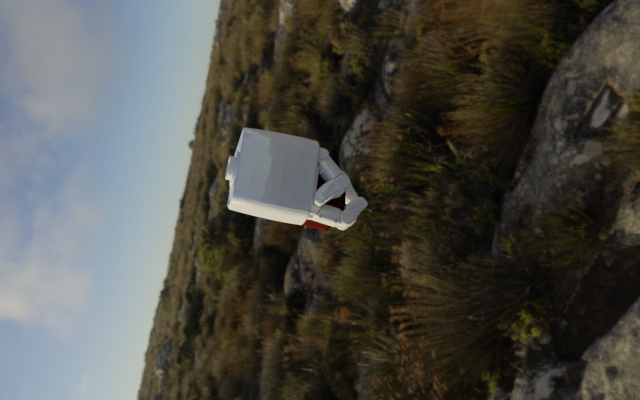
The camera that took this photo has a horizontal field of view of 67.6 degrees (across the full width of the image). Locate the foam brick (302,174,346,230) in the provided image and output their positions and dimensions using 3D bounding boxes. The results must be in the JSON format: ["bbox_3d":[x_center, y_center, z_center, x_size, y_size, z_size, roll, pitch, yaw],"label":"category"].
[{"bbox_3d":[0.000,0.003,0.708,0.051,0.053,0.078,11,-30,-16],"label":"foam brick"}]
